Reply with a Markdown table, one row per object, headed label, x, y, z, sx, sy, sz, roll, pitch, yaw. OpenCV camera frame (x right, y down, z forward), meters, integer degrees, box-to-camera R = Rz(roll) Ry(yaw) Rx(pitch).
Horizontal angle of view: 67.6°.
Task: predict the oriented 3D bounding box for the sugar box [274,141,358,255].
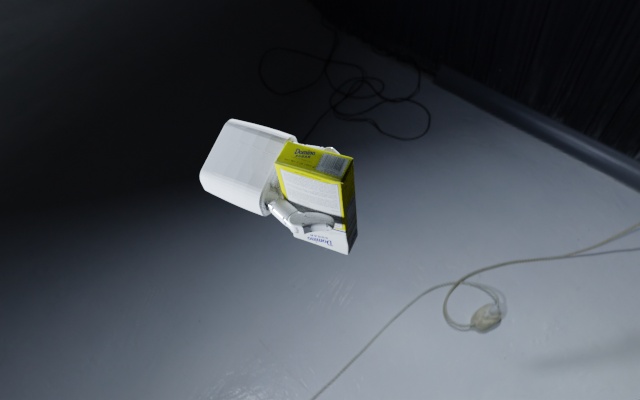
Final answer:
| label | x | y | z | sx | sy | sz | roll | pitch | yaw |
| --- | --- | --- | --- | --- | --- | --- | --- | --- | --- |
| sugar box | 0.000 | 0.002 | 0.649 | 0.093 | 0.048 | 0.176 | 17 | -29 | 17 |
